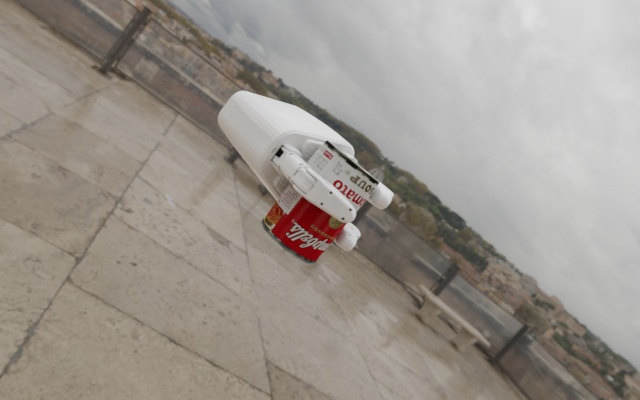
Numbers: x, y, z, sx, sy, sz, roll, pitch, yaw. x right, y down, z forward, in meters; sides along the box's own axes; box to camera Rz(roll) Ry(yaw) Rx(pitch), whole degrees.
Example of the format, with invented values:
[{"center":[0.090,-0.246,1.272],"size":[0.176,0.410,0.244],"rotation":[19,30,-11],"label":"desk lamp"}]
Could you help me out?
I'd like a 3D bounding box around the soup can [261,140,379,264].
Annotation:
[{"center":[0.000,0.002,0.463],"size":[0.068,0.102,0.068],"rotation":[38,7,-6],"label":"soup can"}]
